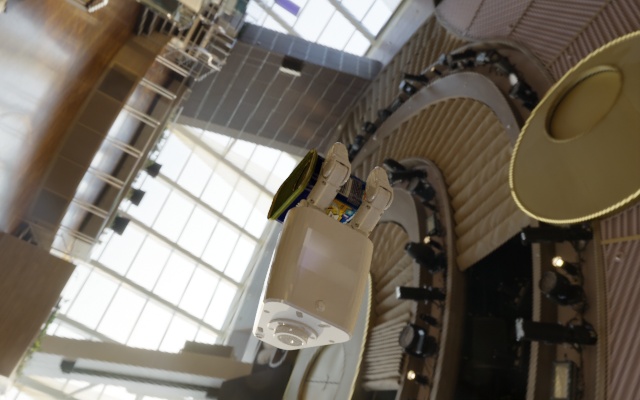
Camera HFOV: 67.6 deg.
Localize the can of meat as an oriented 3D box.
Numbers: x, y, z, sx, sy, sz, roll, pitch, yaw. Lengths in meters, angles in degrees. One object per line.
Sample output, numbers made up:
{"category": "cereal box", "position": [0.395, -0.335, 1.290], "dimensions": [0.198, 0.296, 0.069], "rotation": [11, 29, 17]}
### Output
{"category": "can of meat", "position": [0.000, 0.002, 0.545], "dimensions": [0.084, 0.057, 0.102], "rotation": [29, -43, -16]}
